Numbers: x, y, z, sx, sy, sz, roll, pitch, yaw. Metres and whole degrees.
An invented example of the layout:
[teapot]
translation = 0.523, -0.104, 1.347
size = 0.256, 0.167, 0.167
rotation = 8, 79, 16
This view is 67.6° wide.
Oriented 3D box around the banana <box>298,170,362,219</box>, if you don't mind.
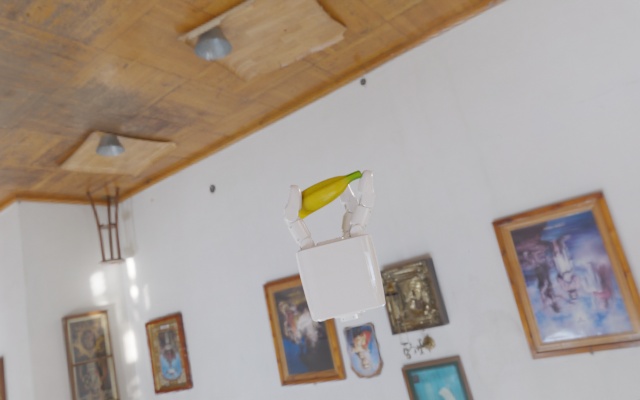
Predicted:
[banana]
translation = -0.013, 0.003, 0.770
size = 0.069, 0.037, 0.198
rotation = -7, -14, -36
